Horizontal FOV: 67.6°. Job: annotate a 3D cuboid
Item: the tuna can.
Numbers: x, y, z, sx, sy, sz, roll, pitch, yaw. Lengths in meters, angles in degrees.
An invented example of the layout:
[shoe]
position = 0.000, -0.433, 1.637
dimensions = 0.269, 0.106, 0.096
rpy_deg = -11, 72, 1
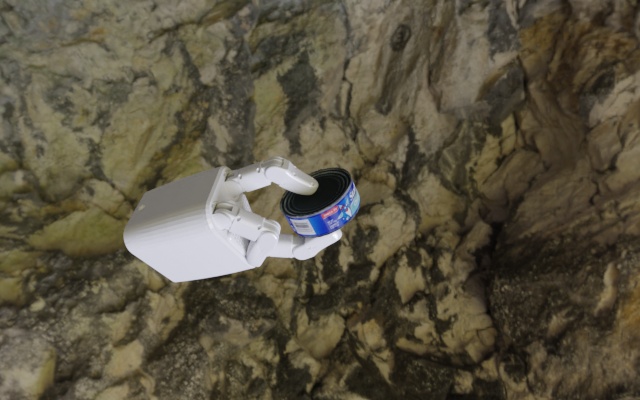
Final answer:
[tuna can]
position = 0.000, 0.002, 0.530
dimensions = 0.086, 0.034, 0.086
rpy_deg = -20, 31, 13
